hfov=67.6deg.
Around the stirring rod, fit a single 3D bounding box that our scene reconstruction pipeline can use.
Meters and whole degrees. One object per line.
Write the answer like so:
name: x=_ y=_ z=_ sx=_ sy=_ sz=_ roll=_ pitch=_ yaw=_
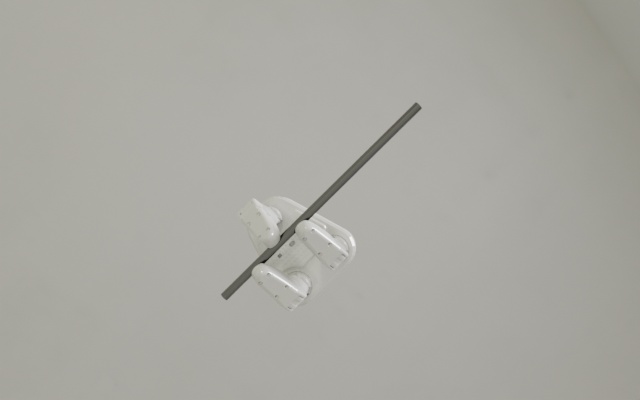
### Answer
stirring rod: x=0.000 y=0.001 z=0.421 sx=0.239 sy=0.011 sz=0.011 roll=-45 pitch=2 yaw=2
